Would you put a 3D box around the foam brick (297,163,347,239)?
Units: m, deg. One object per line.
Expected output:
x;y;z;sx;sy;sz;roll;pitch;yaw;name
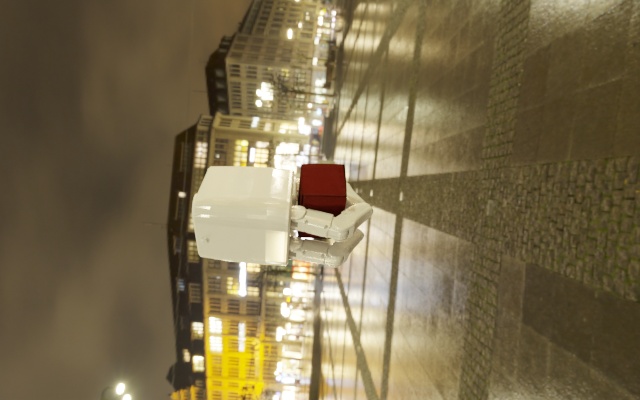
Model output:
0.000;0.002;0.558;0.051;0.053;0.078;3;-44;-5;foam brick
